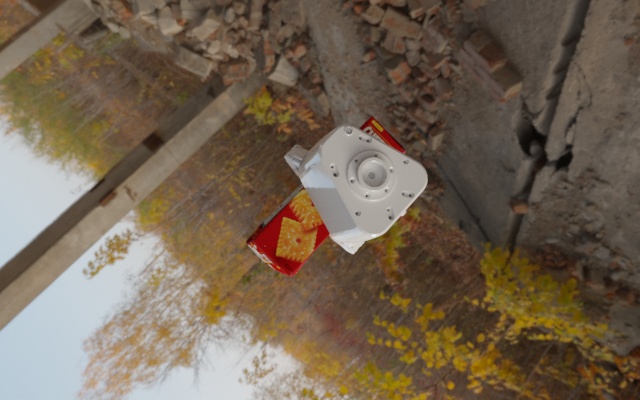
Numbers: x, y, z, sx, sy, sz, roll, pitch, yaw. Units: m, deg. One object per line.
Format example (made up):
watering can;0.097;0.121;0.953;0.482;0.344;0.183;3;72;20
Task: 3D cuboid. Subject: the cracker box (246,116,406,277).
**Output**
cracker box;0.000;0.002;0.643;0.213;0.072;0.164;-46;4;-13
